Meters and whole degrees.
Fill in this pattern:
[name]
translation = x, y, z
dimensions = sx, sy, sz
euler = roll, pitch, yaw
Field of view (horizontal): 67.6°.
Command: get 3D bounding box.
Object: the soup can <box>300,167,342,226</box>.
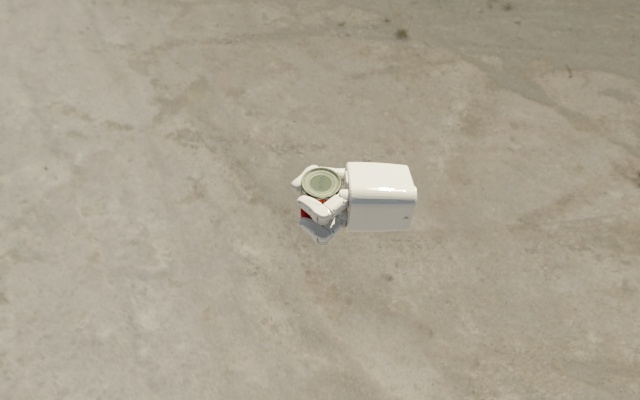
[soup can]
translation = 0.000, 0.002, 0.798
dimensions = 0.068, 0.068, 0.102
euler = 0, -39, -2
